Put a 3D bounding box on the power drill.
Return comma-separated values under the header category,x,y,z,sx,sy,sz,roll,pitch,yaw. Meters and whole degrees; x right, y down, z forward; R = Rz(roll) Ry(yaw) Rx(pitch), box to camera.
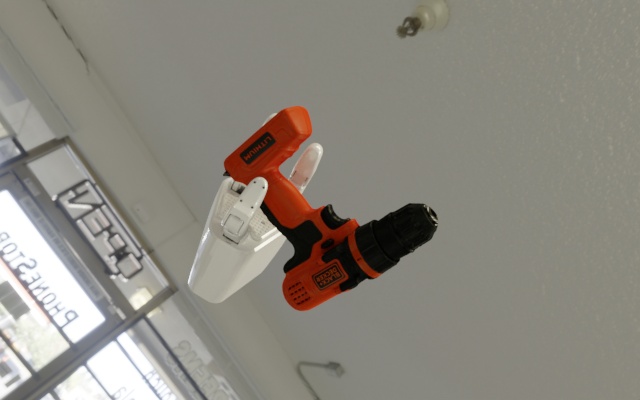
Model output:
category,x,y,z,sx,sy,sz,roll,pitch,yaw
power drill,0.000,0.001,0.484,0.184,0.187,0.057,-34,-6,24
